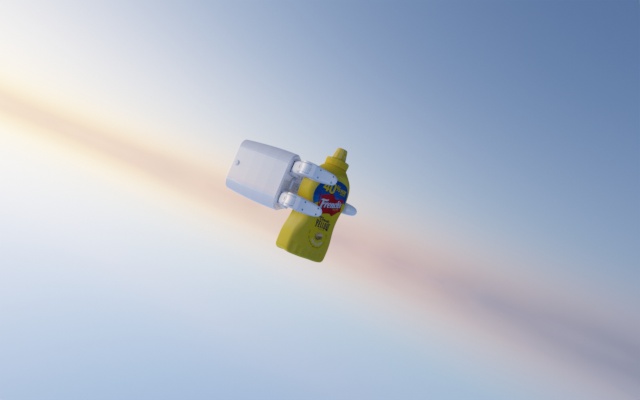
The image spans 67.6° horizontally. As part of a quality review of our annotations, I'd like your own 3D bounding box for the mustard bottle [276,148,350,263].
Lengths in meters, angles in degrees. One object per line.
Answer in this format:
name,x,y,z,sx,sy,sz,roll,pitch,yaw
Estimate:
mustard bottle,0.000,0.003,0.794,0.058,0.191,0.096,19,-5,46
